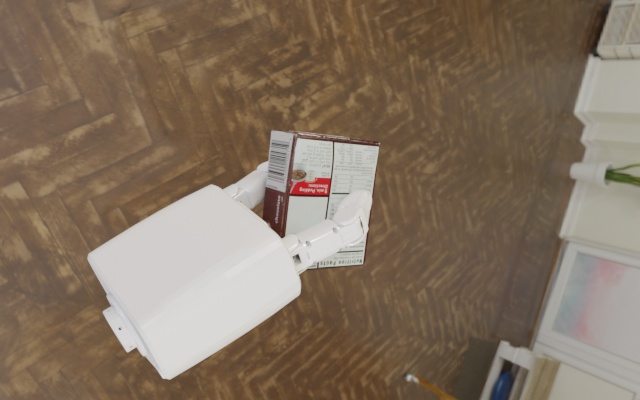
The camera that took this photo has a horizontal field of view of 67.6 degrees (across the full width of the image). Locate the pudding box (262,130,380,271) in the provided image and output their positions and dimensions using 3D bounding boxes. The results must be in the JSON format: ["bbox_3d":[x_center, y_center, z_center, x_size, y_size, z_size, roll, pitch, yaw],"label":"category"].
[{"bbox_3d":[0.000,0.001,0.400,0.090,0.113,0.039,1,12,-36],"label":"pudding box"}]
